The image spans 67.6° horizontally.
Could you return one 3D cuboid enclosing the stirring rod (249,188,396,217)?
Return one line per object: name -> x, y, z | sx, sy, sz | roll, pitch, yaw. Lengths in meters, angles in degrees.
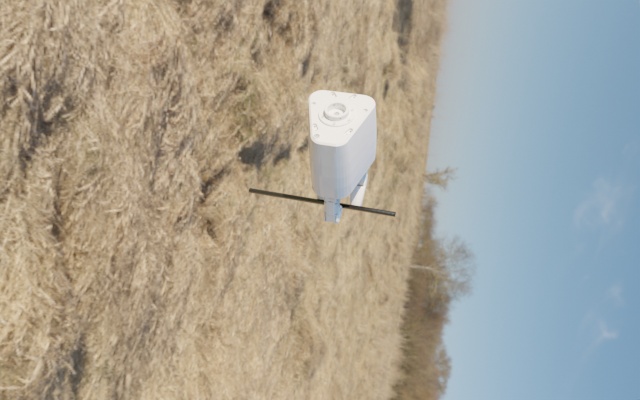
stirring rod -> 0.000, 0.002, 0.764 | 0.239, 0.011, 0.011 | 9, 2, 11
